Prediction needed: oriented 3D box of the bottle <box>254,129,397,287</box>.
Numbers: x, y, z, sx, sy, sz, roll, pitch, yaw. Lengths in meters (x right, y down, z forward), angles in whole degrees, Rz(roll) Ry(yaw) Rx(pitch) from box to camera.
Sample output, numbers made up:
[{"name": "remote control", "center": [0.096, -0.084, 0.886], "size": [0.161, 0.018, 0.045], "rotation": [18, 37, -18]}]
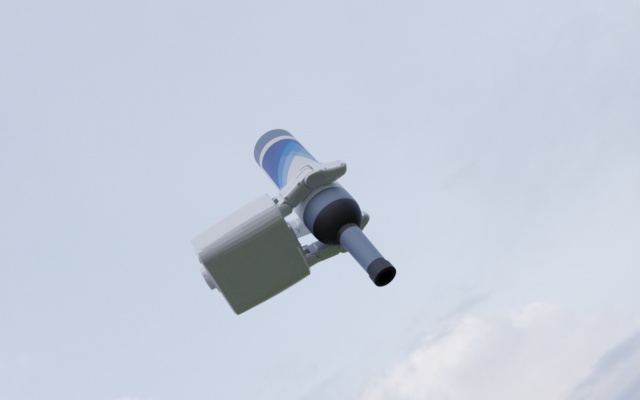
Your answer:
[{"name": "bottle", "center": [0.000, 0.002, 0.598], "size": [0.069, 0.069, 0.295], "rotation": [0, 32, -33]}]
